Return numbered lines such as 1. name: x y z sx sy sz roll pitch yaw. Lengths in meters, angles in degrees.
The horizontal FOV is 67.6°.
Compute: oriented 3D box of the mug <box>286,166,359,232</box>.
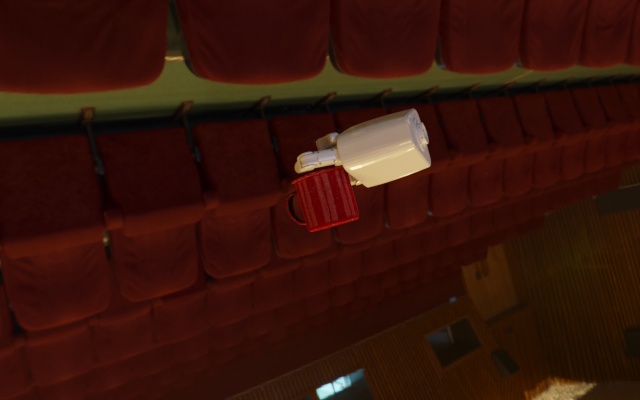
1. mug: -0.001 0.003 0.730 0.117 0.081 0.093 -17 -4 23
